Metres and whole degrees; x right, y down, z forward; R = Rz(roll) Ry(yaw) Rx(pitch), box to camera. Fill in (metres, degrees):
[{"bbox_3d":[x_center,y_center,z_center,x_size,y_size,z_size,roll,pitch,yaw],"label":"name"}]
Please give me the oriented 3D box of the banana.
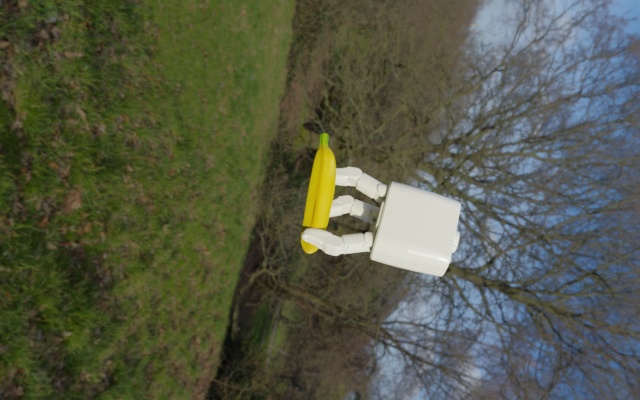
[{"bbox_3d":[-0.002,0.007,0.692,0.037,0.198,0.069,12,26,3],"label":"banana"}]
